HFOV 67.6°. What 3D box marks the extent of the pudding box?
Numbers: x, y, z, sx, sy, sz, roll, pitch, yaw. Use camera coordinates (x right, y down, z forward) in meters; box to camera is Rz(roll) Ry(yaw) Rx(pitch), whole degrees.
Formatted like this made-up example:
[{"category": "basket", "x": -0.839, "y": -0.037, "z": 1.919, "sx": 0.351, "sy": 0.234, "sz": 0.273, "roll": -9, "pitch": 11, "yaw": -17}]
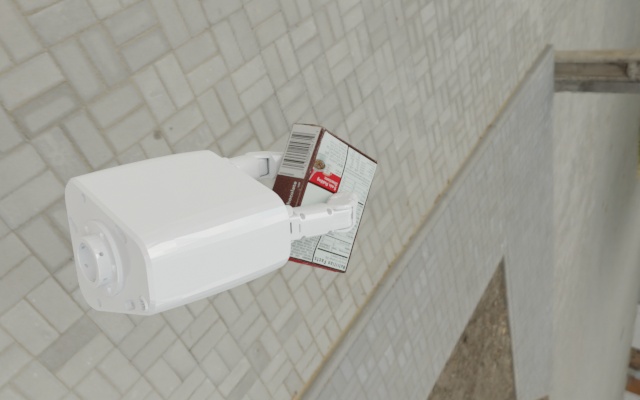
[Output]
[{"category": "pudding box", "x": 0.000, "y": 0.001, "z": 0.419, "sx": 0.039, "sy": 0.113, "sz": 0.090, "roll": 14, "pitch": -7, "yaw": 40}]
